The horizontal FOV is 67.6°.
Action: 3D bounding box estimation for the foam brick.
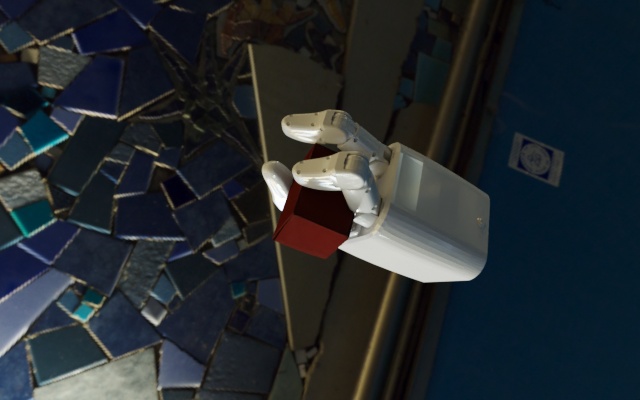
[{"bbox_3d":[0.000,0.002,0.410,0.051,0.078,0.053,25,-34,-12],"label":"foam brick"}]
